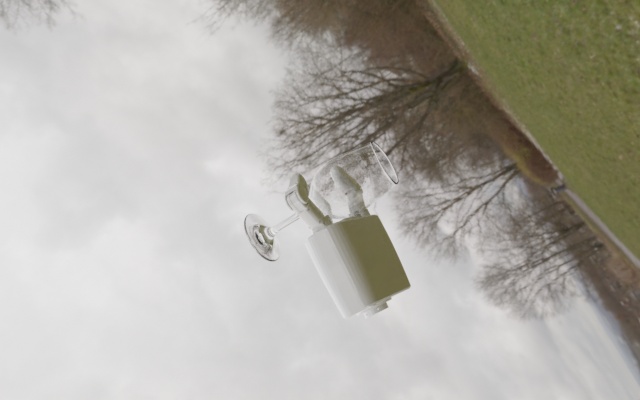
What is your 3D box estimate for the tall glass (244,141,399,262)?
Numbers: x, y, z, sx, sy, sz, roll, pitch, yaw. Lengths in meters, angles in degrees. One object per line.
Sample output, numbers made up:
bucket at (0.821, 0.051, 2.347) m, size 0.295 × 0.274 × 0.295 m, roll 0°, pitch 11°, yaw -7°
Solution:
tall glass at (-0.001, 0.002, 0.621) m, size 0.201 × 0.079 × 0.079 m, roll -32°, pitch -12°, yaw 20°
